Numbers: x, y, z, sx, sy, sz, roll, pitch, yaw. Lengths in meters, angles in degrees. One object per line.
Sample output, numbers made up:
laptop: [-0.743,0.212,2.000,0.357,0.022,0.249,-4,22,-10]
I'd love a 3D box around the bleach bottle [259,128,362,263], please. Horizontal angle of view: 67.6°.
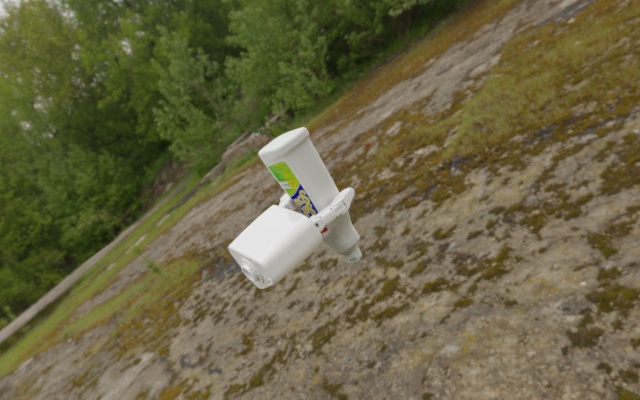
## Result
bleach bottle: [0.000,0.003,0.807,0.068,0.251,0.102,-42,19,-26]
